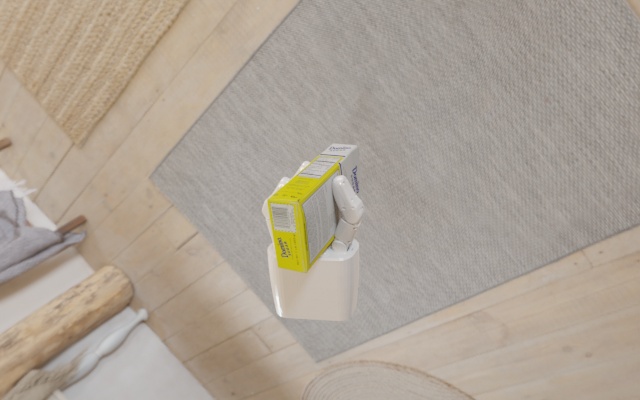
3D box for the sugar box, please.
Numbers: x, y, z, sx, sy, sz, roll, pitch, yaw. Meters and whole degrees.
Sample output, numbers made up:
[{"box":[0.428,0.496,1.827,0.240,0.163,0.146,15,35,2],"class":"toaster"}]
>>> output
[{"box":[0.000,0.002,0.596,0.048,0.093,0.176,7,28,22],"class":"sugar box"}]
